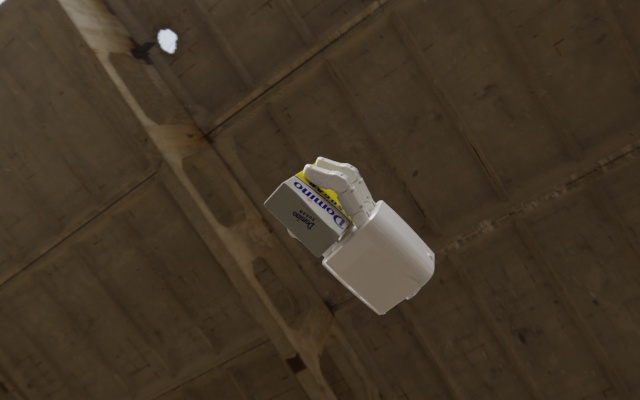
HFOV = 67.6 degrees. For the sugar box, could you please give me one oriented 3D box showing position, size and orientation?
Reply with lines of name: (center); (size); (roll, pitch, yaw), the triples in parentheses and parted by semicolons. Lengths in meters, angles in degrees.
sugar box: (0.001, 0.002, 0.628); (0.048, 0.093, 0.176); (-46, 0, 18)
